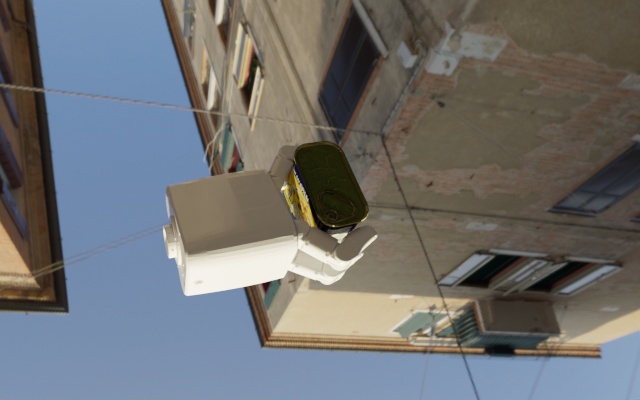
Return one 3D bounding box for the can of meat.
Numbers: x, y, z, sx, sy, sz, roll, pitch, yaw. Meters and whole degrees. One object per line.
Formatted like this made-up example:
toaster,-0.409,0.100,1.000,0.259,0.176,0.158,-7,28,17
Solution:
can of meat,0.000,0.002,0.521,0.057,0.102,0.084,-11,-27,-24
